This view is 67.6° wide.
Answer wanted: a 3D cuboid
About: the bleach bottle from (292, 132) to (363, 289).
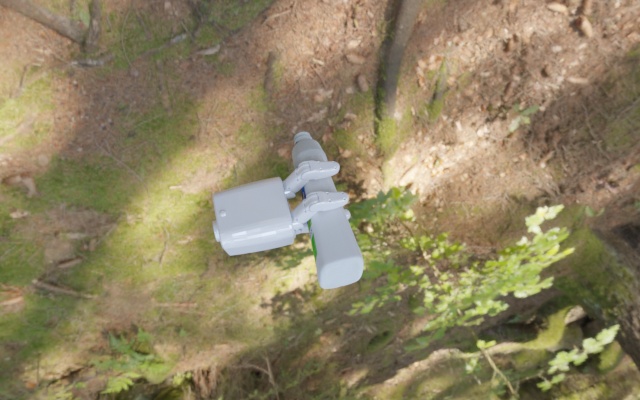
[{"bbox_3d":[0.000,0.002,0.747,0.068,0.250,0.103,-12,-30,-7],"label":"bleach bottle"}]
